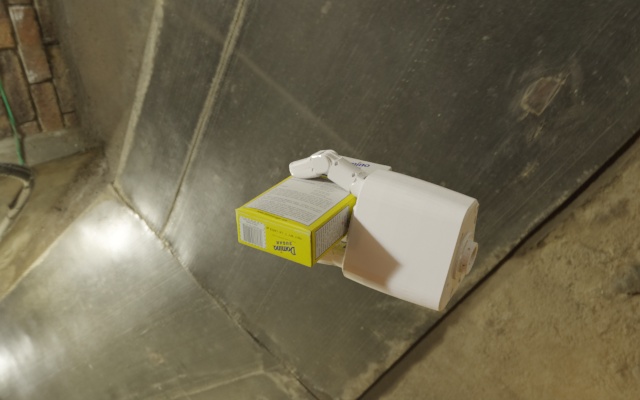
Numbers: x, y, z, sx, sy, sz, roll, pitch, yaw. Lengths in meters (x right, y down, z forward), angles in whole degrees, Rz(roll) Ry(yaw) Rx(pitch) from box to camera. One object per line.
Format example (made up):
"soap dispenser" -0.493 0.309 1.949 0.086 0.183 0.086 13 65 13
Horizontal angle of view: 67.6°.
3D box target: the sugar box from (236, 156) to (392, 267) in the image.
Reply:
"sugar box" 0.000 0.002 0.522 0.093 0.048 0.176 16 29 29
